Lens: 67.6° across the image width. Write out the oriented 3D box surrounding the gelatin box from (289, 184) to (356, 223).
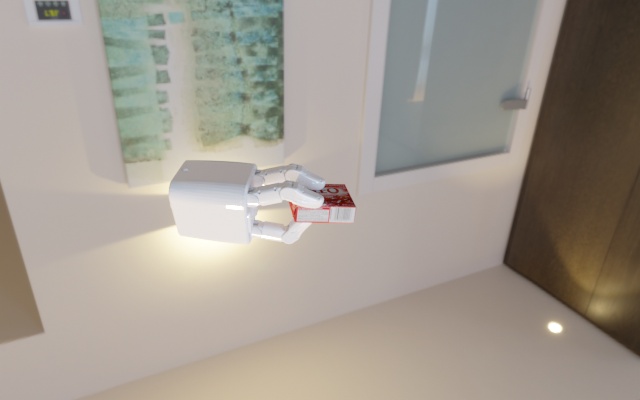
[{"bbox_3d":[0.000,0.003,0.691,0.089,0.030,0.073,1,28,-12],"label":"gelatin box"}]
